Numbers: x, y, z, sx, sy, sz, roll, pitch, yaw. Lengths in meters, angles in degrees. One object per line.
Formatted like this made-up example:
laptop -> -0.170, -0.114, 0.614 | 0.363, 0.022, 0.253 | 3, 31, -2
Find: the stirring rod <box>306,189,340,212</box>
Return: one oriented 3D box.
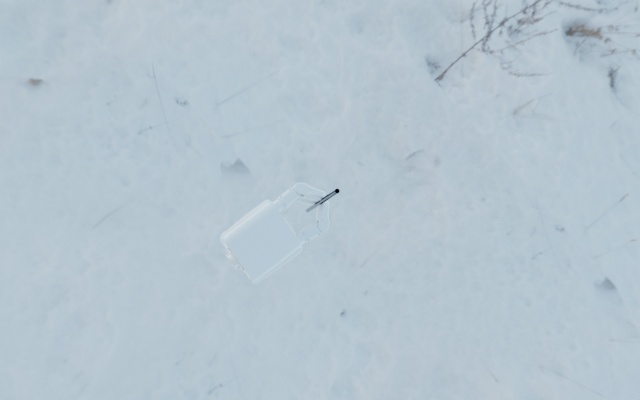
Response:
stirring rod -> 0.000, 0.003, 0.872 | 0.011, 0.011, 0.239 | 0, -9, -13
